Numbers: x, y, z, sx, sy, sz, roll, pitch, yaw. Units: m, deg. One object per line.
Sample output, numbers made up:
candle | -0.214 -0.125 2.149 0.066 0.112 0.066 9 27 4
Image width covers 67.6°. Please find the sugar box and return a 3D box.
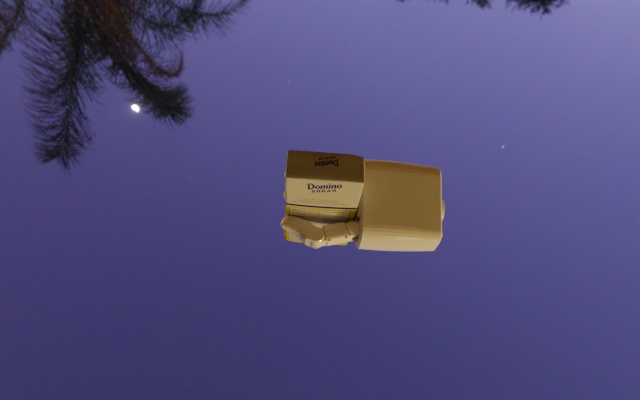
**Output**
sugar box | 0.000 0.002 0.624 0.093 0.048 0.176 4 -31 -3
